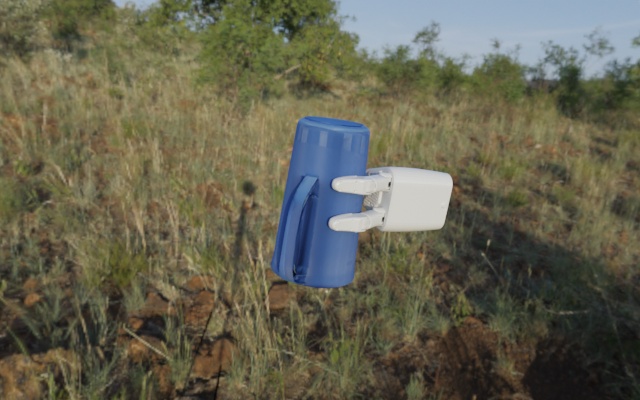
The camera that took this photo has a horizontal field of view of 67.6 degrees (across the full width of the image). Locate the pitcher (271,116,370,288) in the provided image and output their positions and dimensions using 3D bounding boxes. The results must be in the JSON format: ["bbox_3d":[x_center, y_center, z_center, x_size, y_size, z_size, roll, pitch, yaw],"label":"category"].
[{"bbox_3d":[0.000,0.002,0.716,0.145,0.243,0.149,2,15,-22],"label":"pitcher"}]
